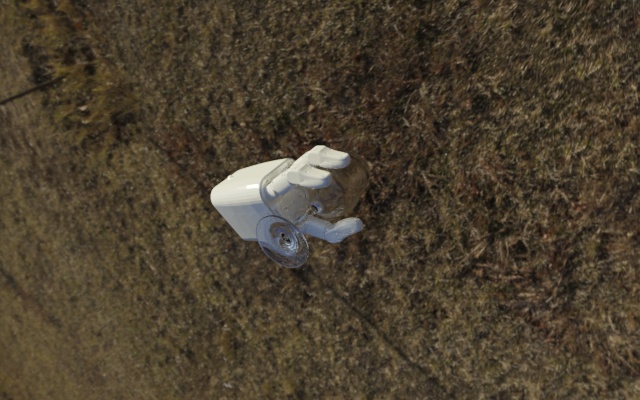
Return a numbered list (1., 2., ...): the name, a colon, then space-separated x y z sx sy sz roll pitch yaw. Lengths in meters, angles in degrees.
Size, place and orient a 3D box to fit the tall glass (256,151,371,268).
1. tall glass: 0.000 0.002 0.644 0.079 0.079 0.201 0 29 33
